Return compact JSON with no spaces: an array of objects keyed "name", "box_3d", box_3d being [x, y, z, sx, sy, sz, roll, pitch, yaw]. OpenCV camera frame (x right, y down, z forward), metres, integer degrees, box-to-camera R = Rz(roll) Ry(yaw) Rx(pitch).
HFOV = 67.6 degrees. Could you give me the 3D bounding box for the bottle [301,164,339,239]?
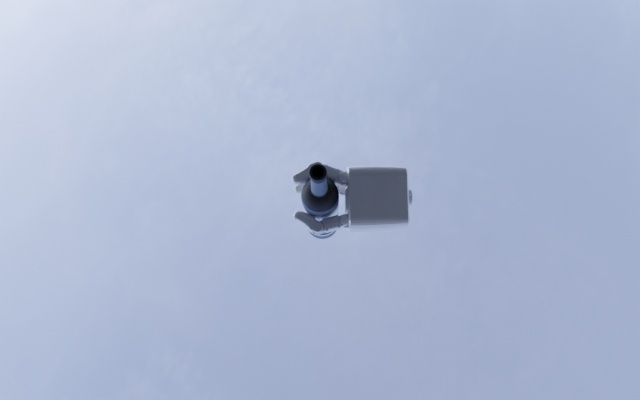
[{"name":"bottle","box_3d":[0.000,0.003,0.868,0.069,0.069,0.296,0,-18,2]}]
